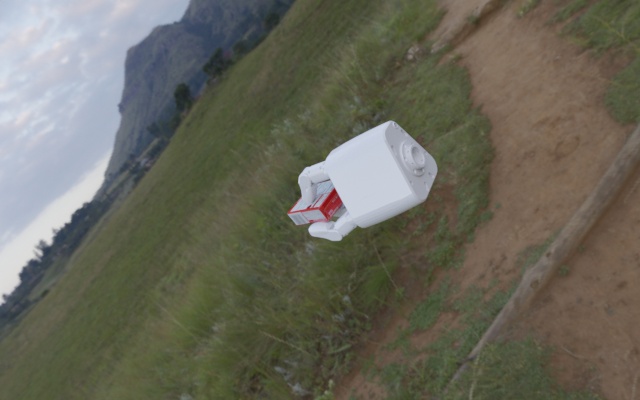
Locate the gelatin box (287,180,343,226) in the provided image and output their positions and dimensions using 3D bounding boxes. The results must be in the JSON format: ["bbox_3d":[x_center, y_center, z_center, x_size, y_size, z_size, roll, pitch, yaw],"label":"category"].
[{"bbox_3d":[0.000,0.002,0.750,0.089,0.030,0.073,-11,33,52],"label":"gelatin box"}]
